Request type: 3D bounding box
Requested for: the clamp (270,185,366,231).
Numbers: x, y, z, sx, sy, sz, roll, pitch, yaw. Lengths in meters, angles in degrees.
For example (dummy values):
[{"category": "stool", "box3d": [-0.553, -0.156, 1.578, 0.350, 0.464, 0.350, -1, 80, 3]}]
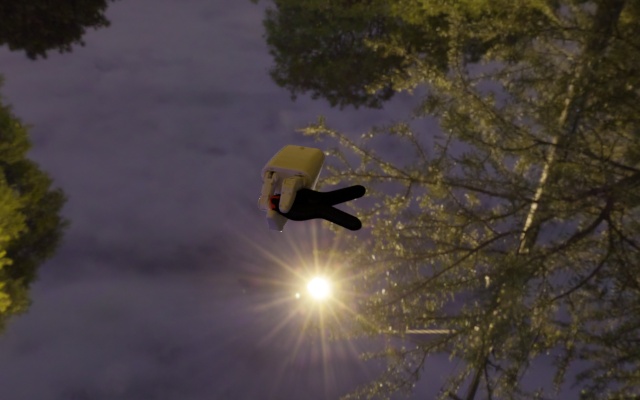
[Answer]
[{"category": "clamp", "box3d": [0.000, 0.003, 0.842, 0.171, 0.039, 0.120, 9, 29, 14]}]
